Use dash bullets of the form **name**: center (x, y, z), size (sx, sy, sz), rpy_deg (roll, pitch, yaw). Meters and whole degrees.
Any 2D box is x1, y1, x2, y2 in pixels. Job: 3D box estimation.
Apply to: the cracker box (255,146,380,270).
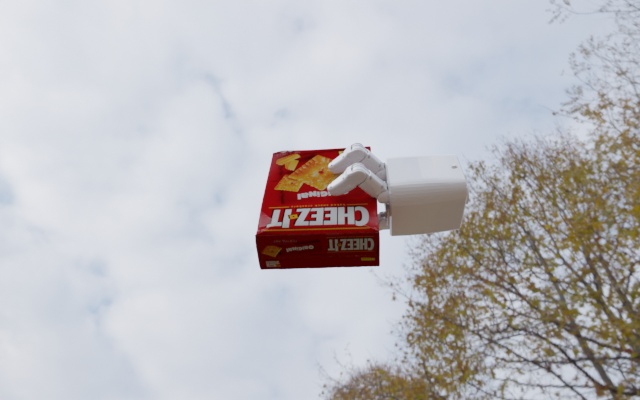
- **cracker box**: center (0.000, 0.002, 0.707), size (0.164, 0.072, 0.213), rpy_deg (-3, 36, 4)
